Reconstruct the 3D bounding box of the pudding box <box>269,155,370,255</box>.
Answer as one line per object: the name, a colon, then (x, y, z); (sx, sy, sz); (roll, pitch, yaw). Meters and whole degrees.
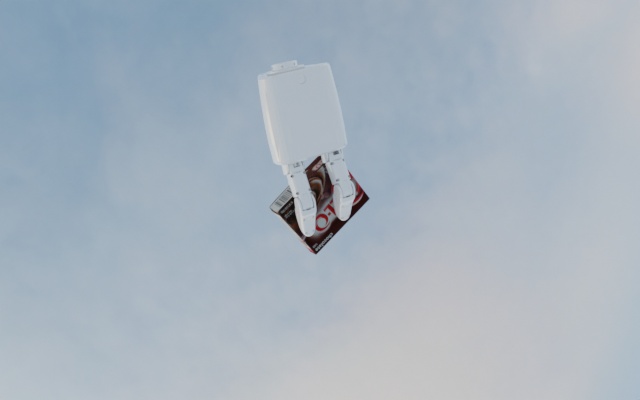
pudding box: (0.000, 0.002, 0.649); (0.090, 0.113, 0.039); (49, -9, -29)
